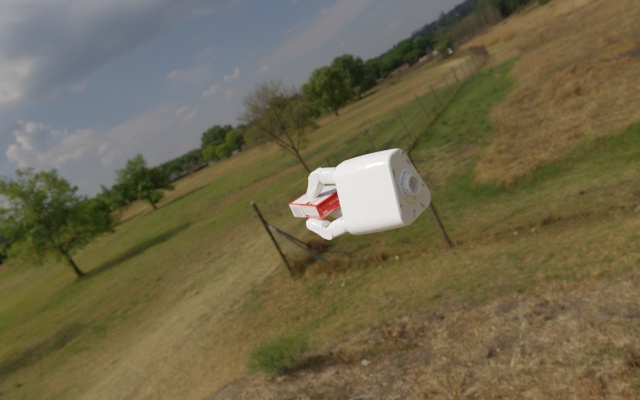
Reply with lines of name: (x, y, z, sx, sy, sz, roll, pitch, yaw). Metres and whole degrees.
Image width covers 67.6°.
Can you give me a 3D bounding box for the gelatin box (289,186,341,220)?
gelatin box: (0.000, 0.002, 0.829, 0.073, 0.030, 0.089, -33, 19, -30)
